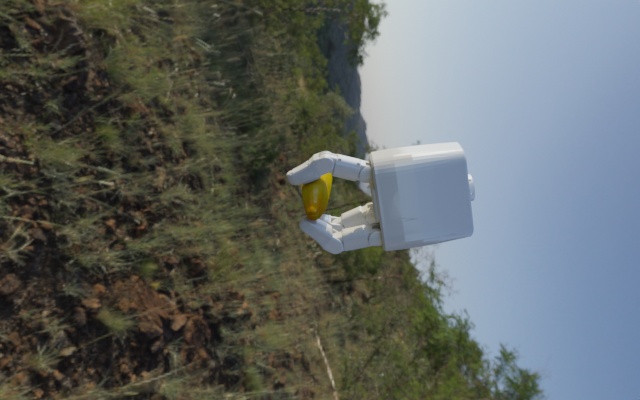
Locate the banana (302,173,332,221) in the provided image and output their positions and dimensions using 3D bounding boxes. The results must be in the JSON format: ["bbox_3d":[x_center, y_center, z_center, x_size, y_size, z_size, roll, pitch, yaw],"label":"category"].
[{"bbox_3d":[-0.002,-0.017,0.629,0.037,0.069,0.198,-6,2,3],"label":"banana"}]
